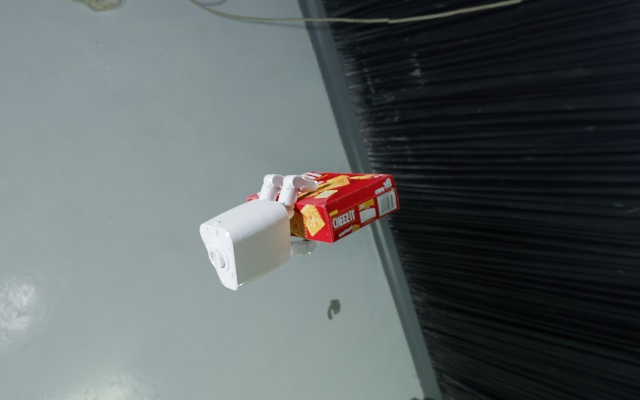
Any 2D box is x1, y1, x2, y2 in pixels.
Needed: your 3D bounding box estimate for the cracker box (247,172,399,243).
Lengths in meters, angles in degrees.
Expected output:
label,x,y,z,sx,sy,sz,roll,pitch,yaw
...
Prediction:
label,x,y,z,sx,sy,sz,roll,pitch,yaw
cracker box,0.000,0.003,0.828,0.164,0.072,0.213,-24,19,-37
